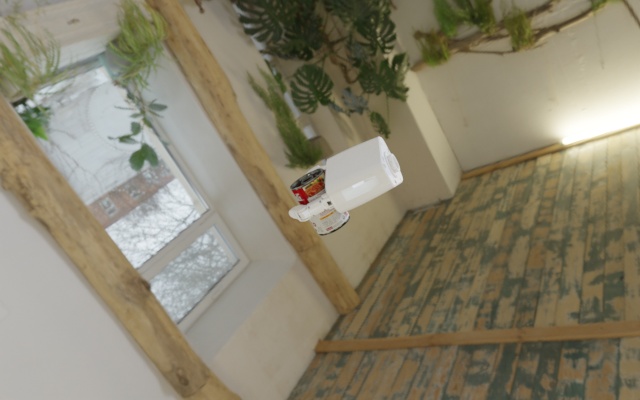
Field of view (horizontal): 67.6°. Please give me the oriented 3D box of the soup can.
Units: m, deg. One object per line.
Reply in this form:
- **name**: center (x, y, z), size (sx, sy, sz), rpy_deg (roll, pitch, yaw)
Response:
- **soup can**: center (0.000, 0.003, 0.852), size (0.068, 0.102, 0.068), rpy_deg (-28, 16, 9)
